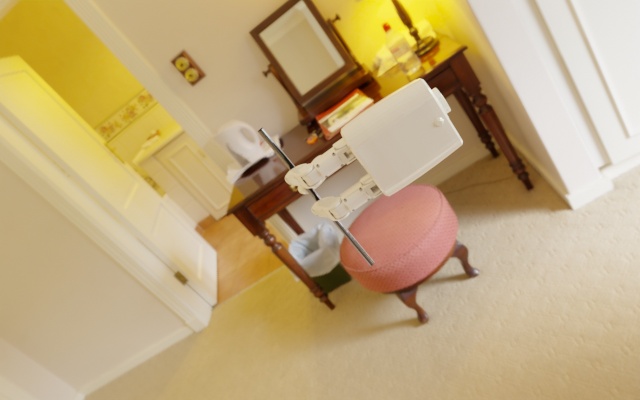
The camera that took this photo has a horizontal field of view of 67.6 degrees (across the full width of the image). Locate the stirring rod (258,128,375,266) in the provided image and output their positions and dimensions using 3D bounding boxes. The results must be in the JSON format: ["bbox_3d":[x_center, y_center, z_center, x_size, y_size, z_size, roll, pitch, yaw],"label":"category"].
[{"bbox_3d":[0.000,0.002,0.608,0.011,0.240,0.011,-32,24,17],"label":"stirring rod"}]
